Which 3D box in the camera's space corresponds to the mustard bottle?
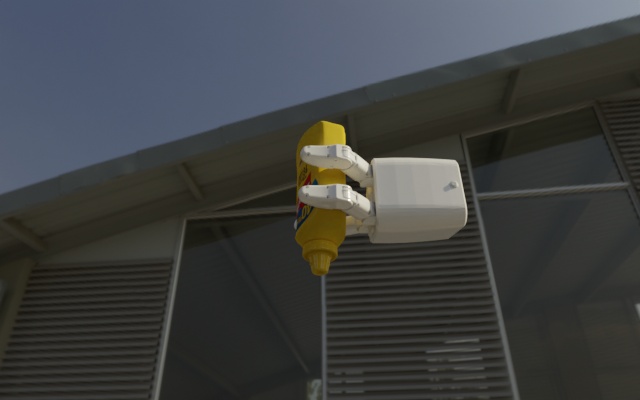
[{"bbox_3d":[0.000,0.002,0.595,0.058,0.191,0.096,12,-34,-19],"label":"mustard bottle"}]
